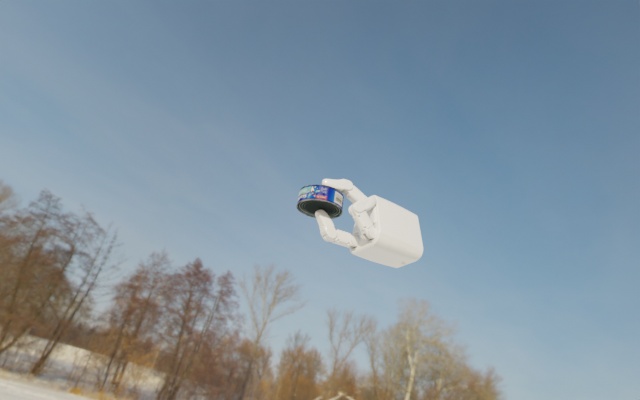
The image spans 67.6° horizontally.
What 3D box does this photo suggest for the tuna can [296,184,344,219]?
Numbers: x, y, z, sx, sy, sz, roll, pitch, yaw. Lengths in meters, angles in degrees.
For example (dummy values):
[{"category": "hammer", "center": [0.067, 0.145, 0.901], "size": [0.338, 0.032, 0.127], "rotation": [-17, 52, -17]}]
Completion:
[{"category": "tuna can", "center": [0.000, 0.002, 0.886], "size": [0.086, 0.033, 0.086], "rotation": [7, -24, 3]}]
